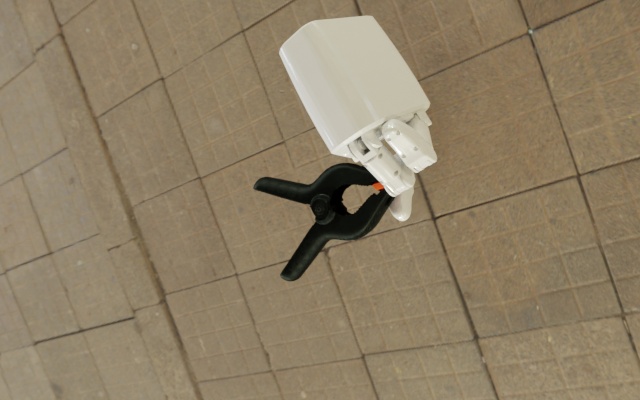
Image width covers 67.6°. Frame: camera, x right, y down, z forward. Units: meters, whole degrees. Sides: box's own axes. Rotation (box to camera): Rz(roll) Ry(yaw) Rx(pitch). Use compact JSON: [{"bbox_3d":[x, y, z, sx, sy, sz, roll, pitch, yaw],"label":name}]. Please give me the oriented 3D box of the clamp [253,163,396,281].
[{"bbox_3d":[0.000,0.002,0.503,0.171,0.120,0.039,-32,-7,27],"label":"clamp"}]
